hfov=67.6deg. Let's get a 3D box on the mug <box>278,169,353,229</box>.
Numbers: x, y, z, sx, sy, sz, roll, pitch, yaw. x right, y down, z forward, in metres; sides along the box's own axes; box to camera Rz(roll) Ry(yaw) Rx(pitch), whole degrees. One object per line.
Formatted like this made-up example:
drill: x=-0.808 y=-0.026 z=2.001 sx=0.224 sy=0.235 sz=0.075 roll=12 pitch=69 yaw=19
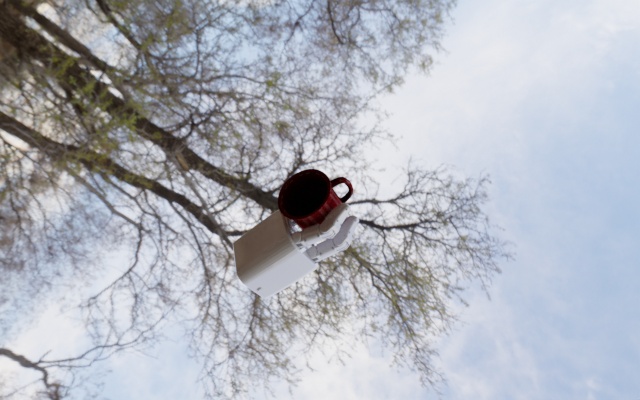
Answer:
mug: x=0.001 y=0.002 z=0.774 sx=0.117 sy=0.093 sz=0.081 roll=-33 pitch=-40 yaw=6
